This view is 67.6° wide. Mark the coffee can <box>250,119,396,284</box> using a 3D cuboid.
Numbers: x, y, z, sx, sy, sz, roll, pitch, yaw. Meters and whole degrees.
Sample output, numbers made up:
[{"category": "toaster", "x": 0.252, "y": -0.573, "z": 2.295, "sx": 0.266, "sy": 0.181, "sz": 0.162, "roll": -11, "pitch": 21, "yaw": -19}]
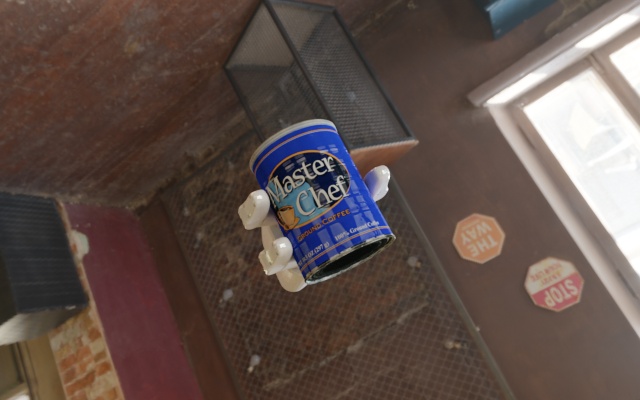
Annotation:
[{"category": "coffee can", "x": 0.000, "y": 0.001, "z": 0.500, "sx": 0.103, "sy": 0.140, "sz": 0.103, "roll": -25, "pitch": -17, "yaw": -8}]
